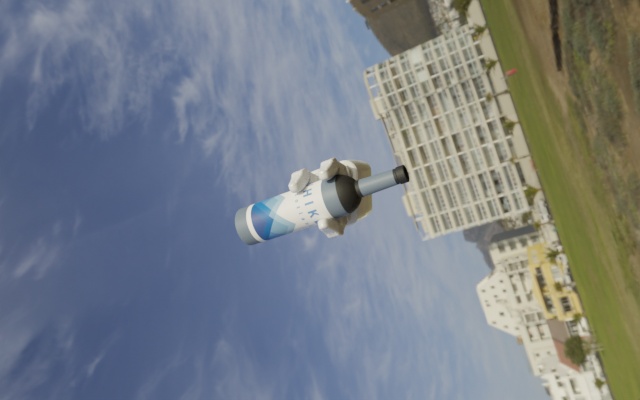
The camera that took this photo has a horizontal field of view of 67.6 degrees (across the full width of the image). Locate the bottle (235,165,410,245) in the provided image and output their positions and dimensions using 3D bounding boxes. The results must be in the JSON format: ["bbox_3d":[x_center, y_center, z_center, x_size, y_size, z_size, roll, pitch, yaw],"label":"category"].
[{"bbox_3d":[0.000,0.003,0.772,0.296,0.069,0.069,-19,-7,23],"label":"bottle"}]
